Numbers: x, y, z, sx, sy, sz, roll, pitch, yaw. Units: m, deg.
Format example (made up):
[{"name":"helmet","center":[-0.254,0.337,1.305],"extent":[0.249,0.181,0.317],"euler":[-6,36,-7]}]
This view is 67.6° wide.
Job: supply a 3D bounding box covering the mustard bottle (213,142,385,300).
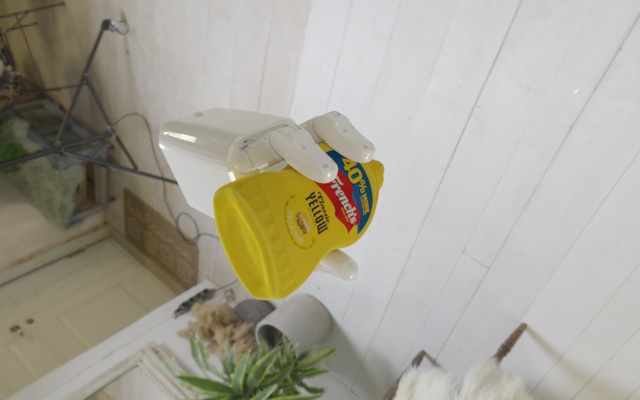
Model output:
[{"name":"mustard bottle","center":[0.000,0.001,0.422],"extent":[0.058,0.096,0.191],"euler":[-12,13,43]}]
